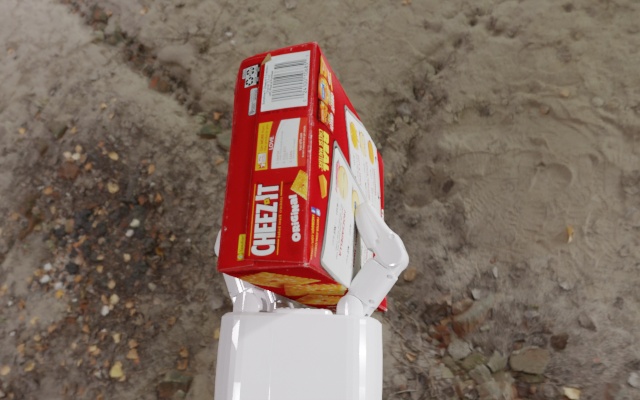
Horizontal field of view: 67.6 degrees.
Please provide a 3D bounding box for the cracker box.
[{"bbox_3d":[0.000,0.001,0.408,0.072,0.164,0.214,-5,-21,19],"label":"cracker box"}]
